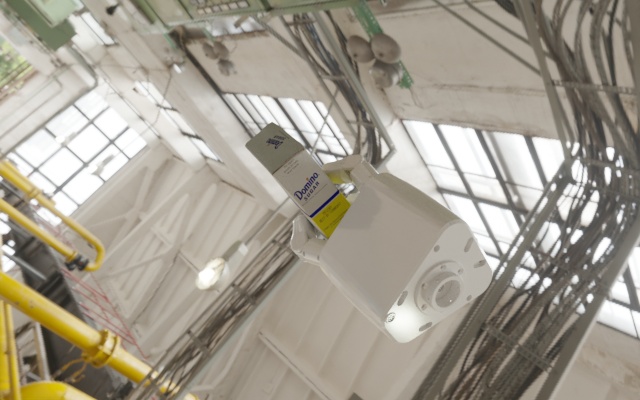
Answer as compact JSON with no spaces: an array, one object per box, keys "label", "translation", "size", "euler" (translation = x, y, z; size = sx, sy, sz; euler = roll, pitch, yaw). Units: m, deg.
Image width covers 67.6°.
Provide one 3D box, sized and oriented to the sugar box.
[{"label":"sugar box","translation":[0.001,0.001,0.507],"size":[0.048,0.176,0.093],"euler":[-40,34,-4]}]
